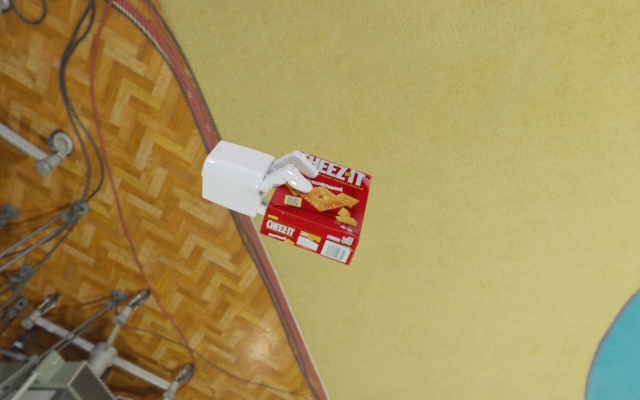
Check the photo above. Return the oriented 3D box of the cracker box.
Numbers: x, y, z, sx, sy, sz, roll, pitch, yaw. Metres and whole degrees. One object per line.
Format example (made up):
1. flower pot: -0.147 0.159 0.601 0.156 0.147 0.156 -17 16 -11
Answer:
1. cracker box: 0.000 0.003 0.873 0.164 0.072 0.213 20 35 0
